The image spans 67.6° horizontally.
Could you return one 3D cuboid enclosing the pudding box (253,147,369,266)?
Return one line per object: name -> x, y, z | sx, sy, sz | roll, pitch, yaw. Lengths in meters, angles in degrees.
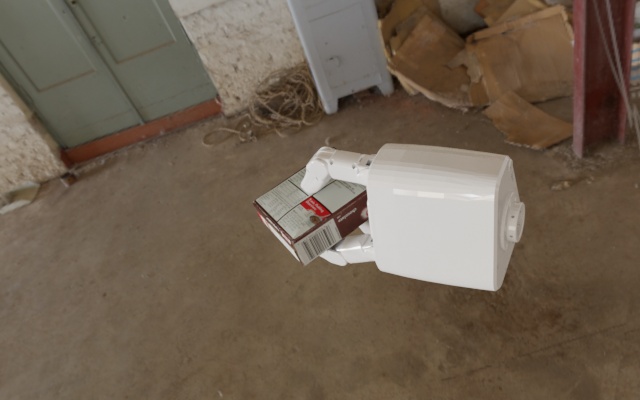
pudding box -> 0.000, 0.002, 0.490 | 0.113, 0.039, 0.090 | -34, 41, -15
